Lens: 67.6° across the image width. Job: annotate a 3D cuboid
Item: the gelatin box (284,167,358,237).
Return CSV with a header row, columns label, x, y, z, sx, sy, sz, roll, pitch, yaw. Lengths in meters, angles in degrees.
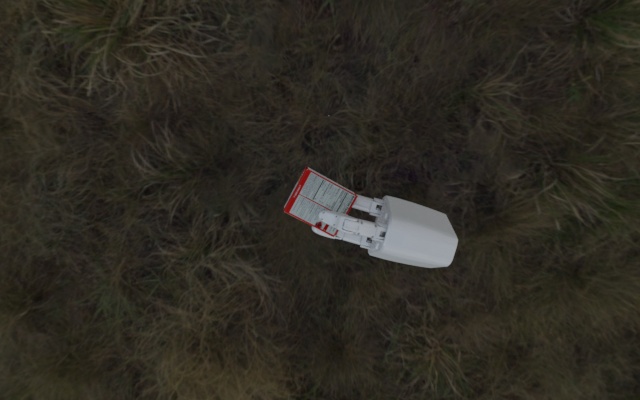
label,x,y,z,sx,sy,sz,roll,pitch,yaw
gelatin box,0.000,0.002,0.715,0.089,0.073,0.030,28,8,-9
